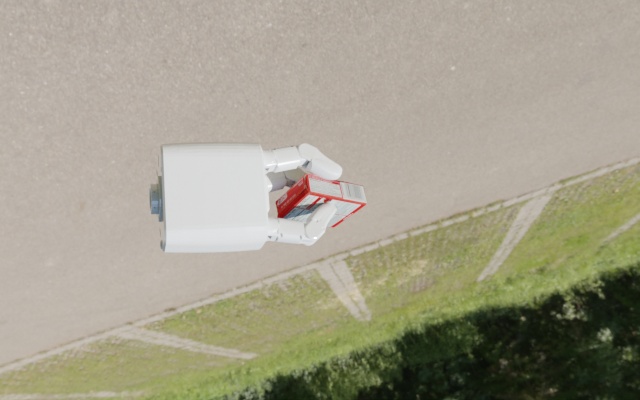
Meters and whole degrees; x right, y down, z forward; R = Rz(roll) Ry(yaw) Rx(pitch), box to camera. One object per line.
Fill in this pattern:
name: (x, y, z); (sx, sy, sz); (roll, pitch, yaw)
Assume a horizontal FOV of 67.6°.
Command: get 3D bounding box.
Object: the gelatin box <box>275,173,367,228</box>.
gelatin box: (0.000, 0.002, 0.591); (0.089, 0.030, 0.073); (11, -33, -32)
